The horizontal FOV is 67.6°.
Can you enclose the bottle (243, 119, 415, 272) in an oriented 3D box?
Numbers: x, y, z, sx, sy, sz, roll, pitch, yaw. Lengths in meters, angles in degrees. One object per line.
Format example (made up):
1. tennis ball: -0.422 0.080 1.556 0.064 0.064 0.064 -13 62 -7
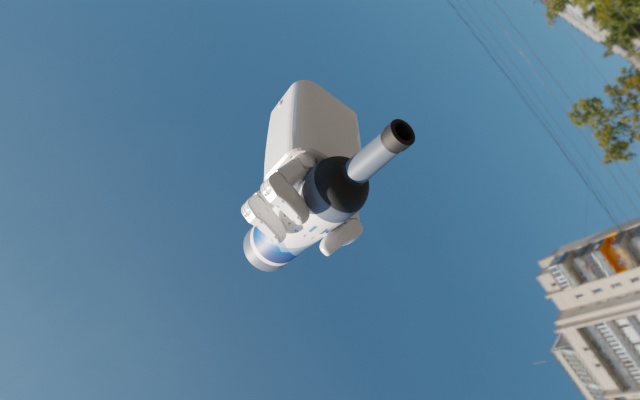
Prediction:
1. bottle: 0.000 0.002 0.532 0.069 0.069 0.296 0 -25 -33
